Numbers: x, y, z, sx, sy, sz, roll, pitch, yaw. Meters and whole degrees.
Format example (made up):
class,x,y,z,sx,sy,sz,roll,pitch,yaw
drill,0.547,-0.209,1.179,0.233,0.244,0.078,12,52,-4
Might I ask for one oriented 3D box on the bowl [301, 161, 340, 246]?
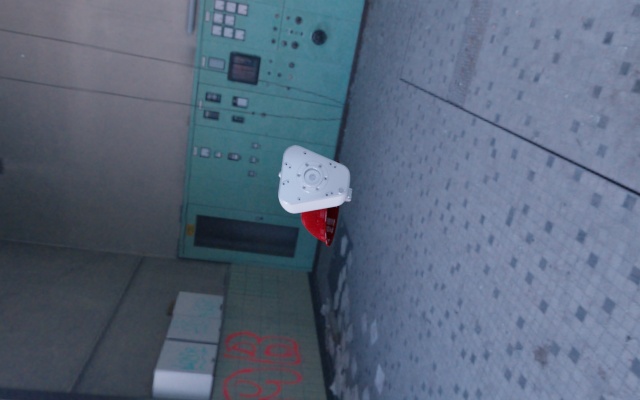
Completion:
class,x,y,z,sx,sy,sz,roll,pitch,yaw
bowl,0.000,0.003,0.901,0.055,0.162,0.162,6,1,10
